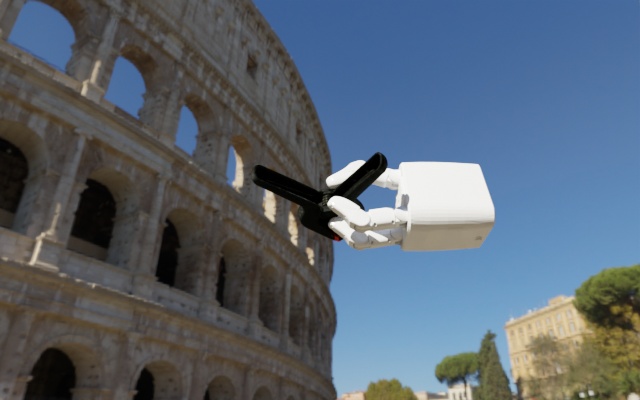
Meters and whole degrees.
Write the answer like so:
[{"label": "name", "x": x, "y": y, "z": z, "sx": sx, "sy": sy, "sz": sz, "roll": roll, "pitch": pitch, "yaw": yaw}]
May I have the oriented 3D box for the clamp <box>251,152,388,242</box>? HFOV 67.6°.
[{"label": "clamp", "x": 0.000, "y": 0.002, "z": 0.648, "sx": 0.164, "sy": 0.036, "sz": 0.210, "roll": -1, "pitch": -28, "yaw": 1}]
